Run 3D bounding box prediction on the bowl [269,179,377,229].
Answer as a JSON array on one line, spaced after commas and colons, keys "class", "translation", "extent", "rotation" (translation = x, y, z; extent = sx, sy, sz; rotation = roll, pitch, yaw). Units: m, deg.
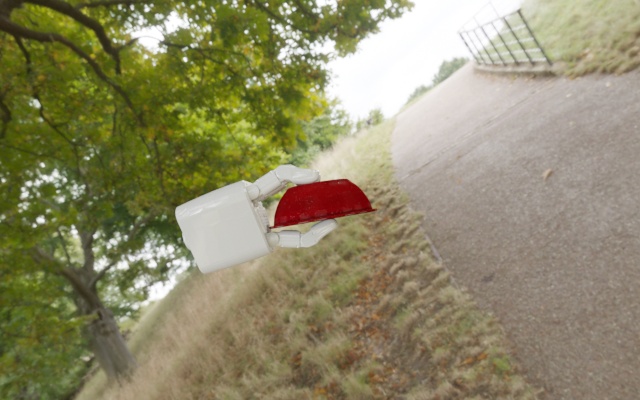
[{"class": "bowl", "translation": [0.001, 0.002, 0.706], "extent": [0.162, 0.055, 0.162], "rotation": [-9, -2, 0]}]
